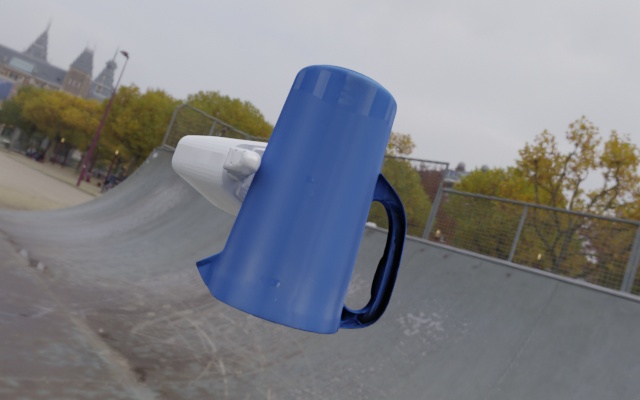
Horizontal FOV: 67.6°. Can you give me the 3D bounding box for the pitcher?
[{"bbox_3d":[0.000,0.001,0.473,0.145,0.243,0.149,14,-7,43],"label":"pitcher"}]
